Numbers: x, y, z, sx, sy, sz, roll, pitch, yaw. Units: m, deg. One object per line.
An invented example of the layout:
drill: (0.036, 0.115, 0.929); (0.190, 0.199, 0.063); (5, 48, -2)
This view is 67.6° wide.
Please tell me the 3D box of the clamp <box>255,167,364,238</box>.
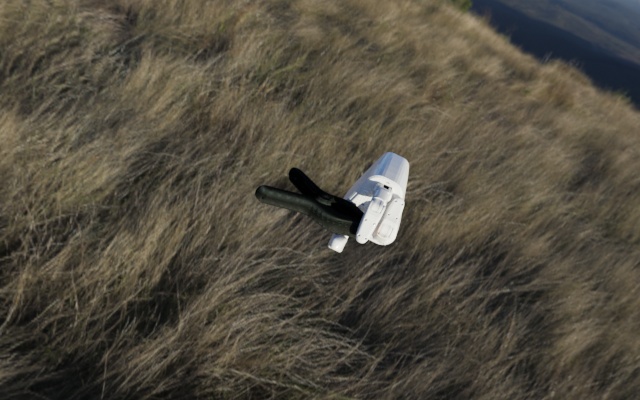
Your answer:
clamp: (0.000, 0.002, 0.704); (0.171, 0.039, 0.120); (26, 33, 4)
